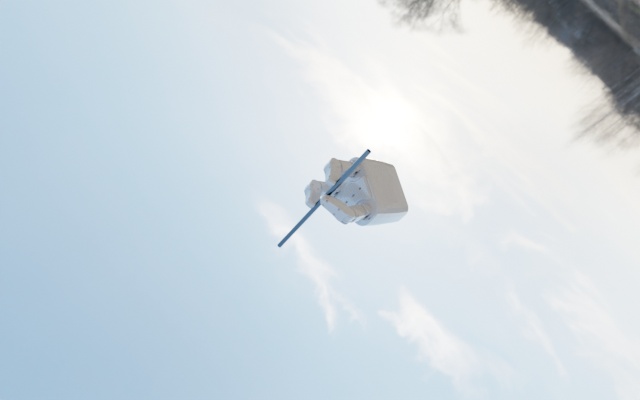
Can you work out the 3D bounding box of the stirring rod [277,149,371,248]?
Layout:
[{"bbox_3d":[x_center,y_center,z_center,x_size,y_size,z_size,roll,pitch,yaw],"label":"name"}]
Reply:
[{"bbox_3d":[0.000,0.002,0.756,0.011,0.011,0.240,0,-39,-49],"label":"stirring rod"}]
